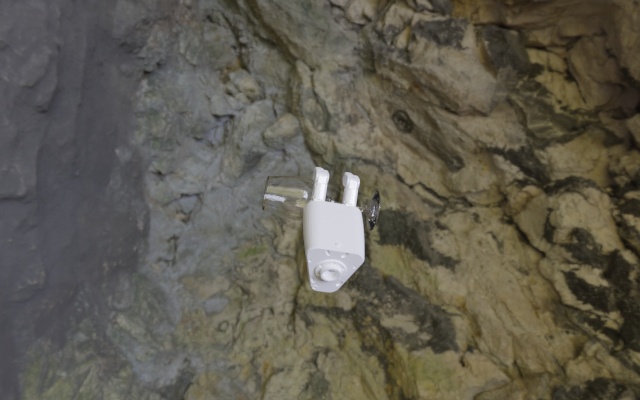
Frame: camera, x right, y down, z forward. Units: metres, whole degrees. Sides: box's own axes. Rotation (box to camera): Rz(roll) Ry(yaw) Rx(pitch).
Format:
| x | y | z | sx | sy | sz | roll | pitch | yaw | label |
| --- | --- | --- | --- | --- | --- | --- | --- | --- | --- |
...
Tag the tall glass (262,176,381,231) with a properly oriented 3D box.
| x | y | z | sx | sy | sz | roll | pitch | yaw | label |
| --- | --- | --- | --- | --- | --- | --- | --- | --- | --- |
| 0.001 | 0.003 | 0.853 | 0.201 | 0.079 | 0.079 | 9 | -2 | -9 | tall glass |
